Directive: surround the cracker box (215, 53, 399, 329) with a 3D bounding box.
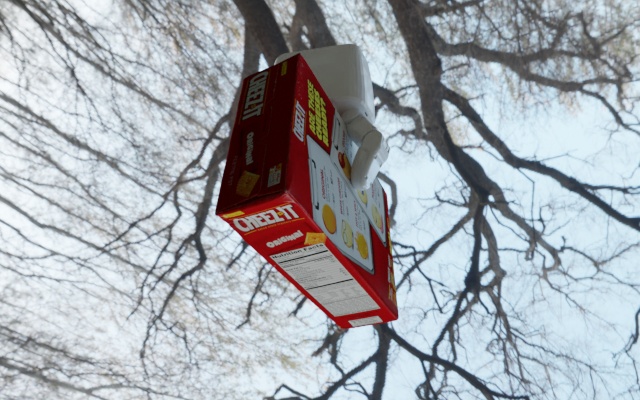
[{"bbox_3d":[0.000,0.002,0.450,0.072,0.164,0.214,-18,-43,22],"label":"cracker box"}]
